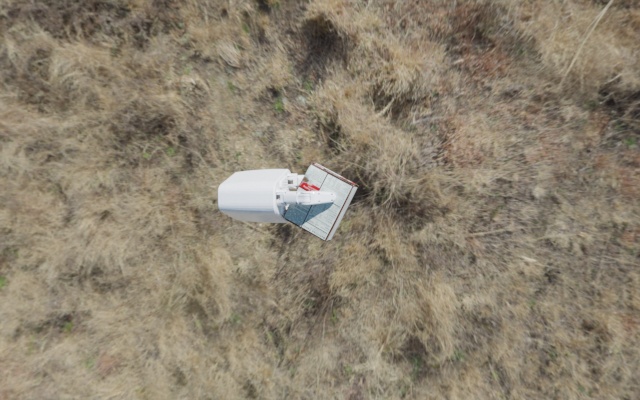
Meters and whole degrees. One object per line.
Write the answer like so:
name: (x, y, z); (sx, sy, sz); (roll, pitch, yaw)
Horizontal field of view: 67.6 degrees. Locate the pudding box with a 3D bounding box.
pudding box: (0.000, 0.003, 0.831); (0.090, 0.113, 0.039); (29, 9, 13)
